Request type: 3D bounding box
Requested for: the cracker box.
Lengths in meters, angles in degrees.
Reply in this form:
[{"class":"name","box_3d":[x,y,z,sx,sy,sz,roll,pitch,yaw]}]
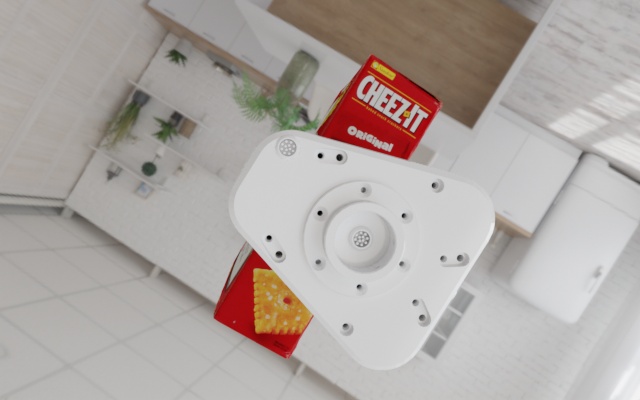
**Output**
[{"class":"cracker box","box_3d":[0.000,0.001,0.408,0.072,0.213,0.164,32,1,-7]}]
